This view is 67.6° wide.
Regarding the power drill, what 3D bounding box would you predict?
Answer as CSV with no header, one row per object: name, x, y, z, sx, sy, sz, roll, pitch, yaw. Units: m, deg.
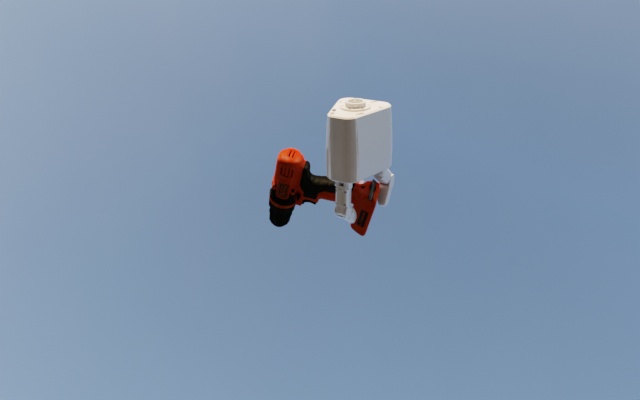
power drill,0.001,0.003,0.852,0.187,0.057,0.185,15,-42,0
